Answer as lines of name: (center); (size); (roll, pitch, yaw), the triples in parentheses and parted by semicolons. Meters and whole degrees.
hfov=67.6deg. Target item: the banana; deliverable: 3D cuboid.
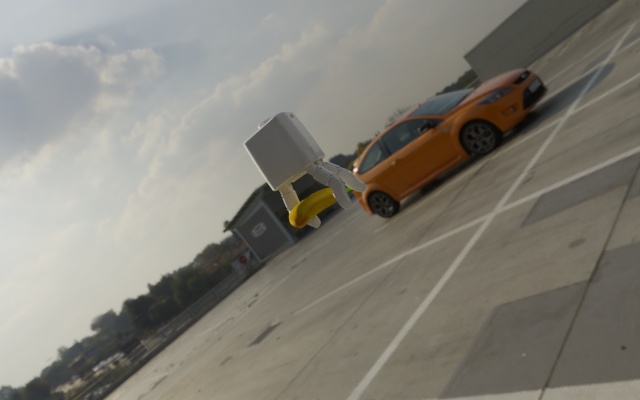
banana: (-0.011, 0.009, 0.847); (0.070, 0.037, 0.197); (-30, 3, 35)
